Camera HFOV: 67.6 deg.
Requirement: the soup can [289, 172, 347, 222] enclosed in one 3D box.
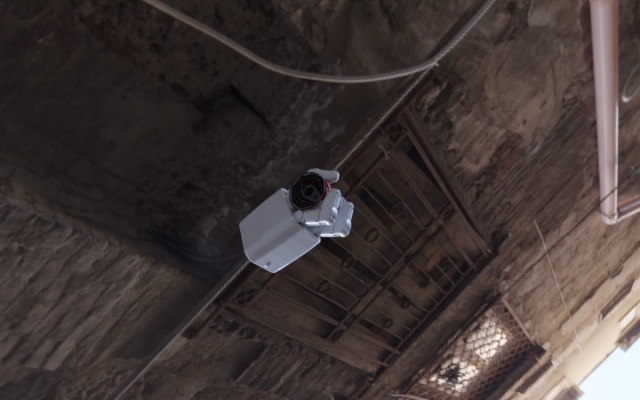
[{"bbox_3d":[0.001,0.002,0.834,0.068,0.068,0.102,0,-24,31],"label":"soup can"}]
